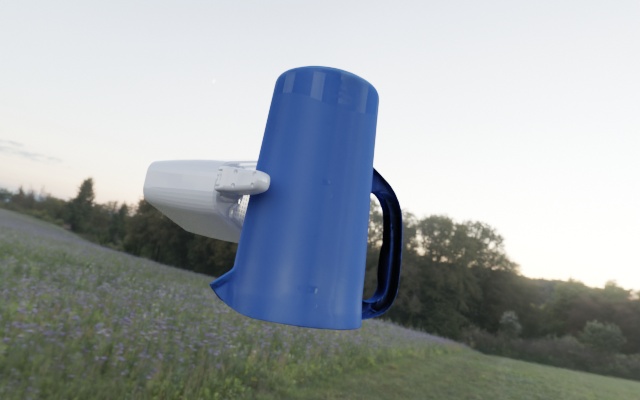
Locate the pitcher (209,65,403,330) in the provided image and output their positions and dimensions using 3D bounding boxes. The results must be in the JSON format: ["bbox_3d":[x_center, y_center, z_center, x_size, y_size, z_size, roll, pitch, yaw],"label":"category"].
[{"bbox_3d":[0.000,0.002,0.477,0.145,0.243,0.149,5,-8,27],"label":"pitcher"}]
